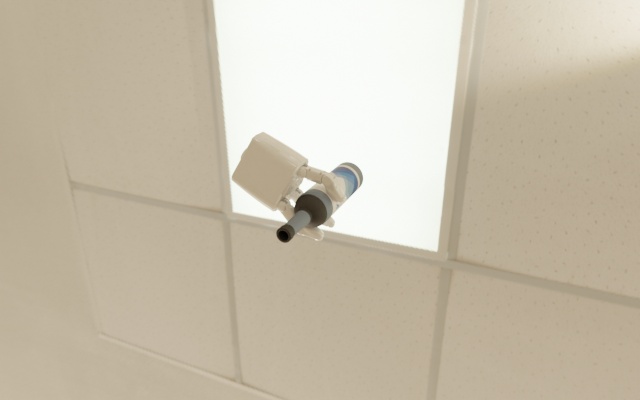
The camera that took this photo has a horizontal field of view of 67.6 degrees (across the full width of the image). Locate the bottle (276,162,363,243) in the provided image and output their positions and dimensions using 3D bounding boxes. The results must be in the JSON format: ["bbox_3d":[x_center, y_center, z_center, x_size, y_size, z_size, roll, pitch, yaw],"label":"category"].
[{"bbox_3d":[0.000,0.003,0.894,0.069,0.069,0.295,0,21,26],"label":"bottle"}]
